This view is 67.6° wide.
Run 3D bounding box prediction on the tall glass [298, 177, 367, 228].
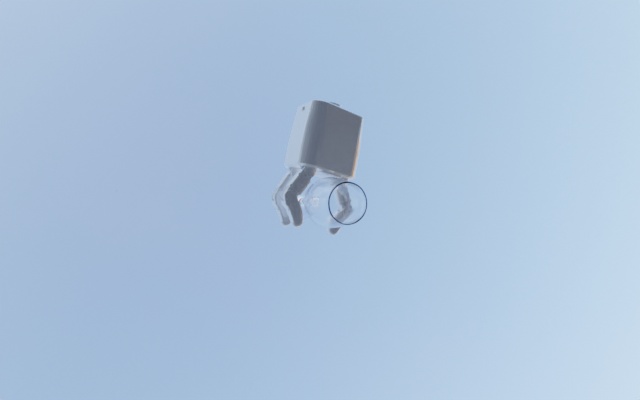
[{"bbox_3d":[0.000,0.003,0.763,0.079,0.079,0.201,0,1,-23],"label":"tall glass"}]
